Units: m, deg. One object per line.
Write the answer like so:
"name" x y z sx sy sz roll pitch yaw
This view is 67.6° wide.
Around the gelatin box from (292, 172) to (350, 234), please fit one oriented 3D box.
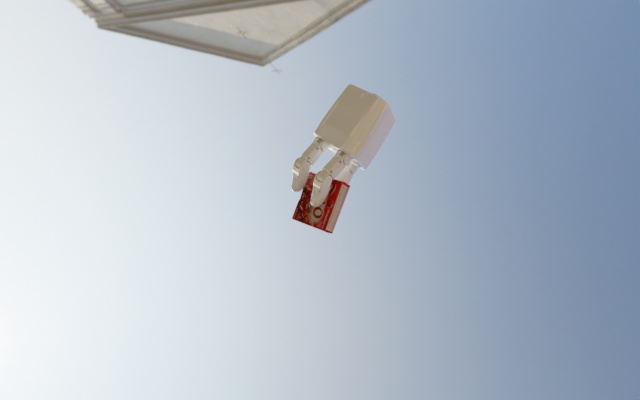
"gelatin box" 0.000 0.003 0.809 0.073 0.089 0.030 19 -3 34
